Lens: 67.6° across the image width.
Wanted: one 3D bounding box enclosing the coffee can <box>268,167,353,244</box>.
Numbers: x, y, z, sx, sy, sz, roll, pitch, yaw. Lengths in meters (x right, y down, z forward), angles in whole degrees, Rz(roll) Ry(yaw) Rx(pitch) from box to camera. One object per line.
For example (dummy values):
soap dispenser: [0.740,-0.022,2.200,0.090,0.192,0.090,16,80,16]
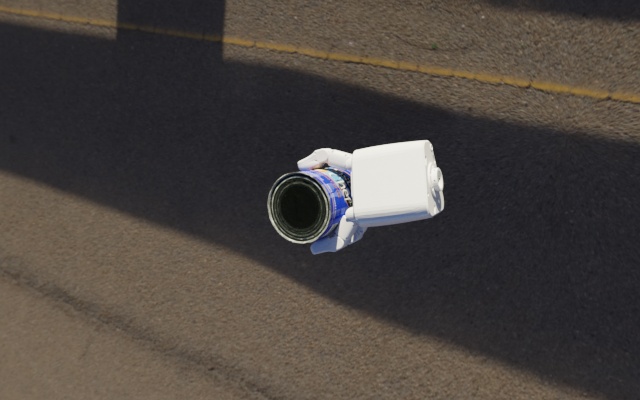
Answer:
coffee can: [0.000,0.002,0.730,0.103,0.103,0.140,0,7,27]
